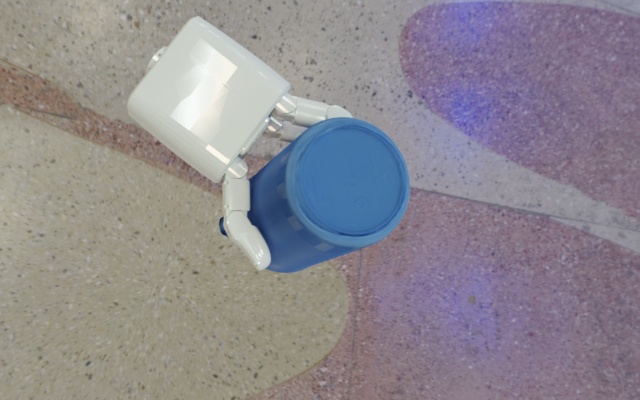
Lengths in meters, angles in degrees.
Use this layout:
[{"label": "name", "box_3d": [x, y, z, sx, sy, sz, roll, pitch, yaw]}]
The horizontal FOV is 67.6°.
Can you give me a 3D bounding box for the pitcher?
[{"label": "pitcher", "box_3d": [0.000, 0.002, 0.489, 0.145, 0.149, 0.243, 39, -18, -8]}]
